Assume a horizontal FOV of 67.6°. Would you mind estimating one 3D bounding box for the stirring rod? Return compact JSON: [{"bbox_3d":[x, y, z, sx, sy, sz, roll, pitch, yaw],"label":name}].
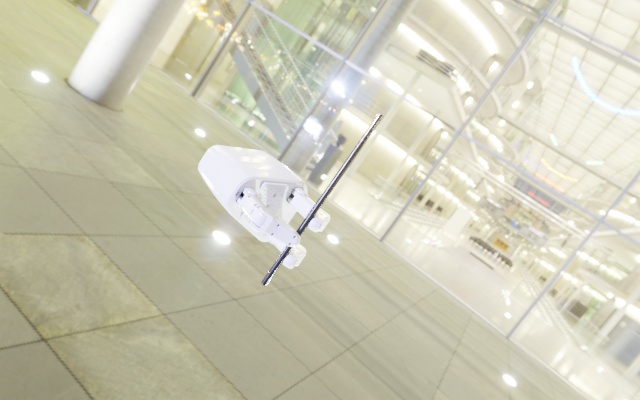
[{"bbox_3d":[0.000,0.002,0.552,0.011,0.239,0.011,34,8,-6],"label":"stirring rod"}]
